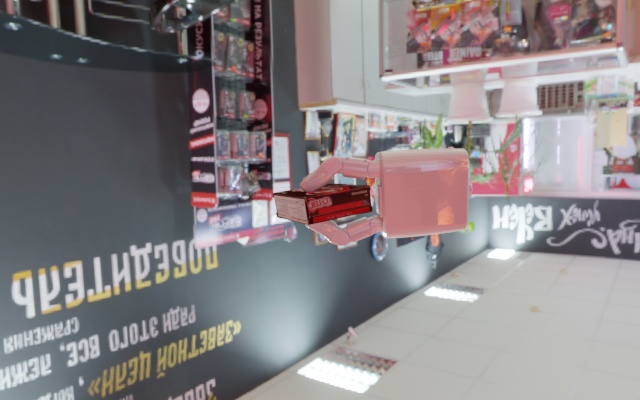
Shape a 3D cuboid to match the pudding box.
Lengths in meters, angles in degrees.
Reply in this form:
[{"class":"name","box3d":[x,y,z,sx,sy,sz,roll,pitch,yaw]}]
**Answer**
[{"class":"pudding box","box3d":[0.000,0.002,0.615,0.090,0.039,0.113,-10,5,-25]}]
